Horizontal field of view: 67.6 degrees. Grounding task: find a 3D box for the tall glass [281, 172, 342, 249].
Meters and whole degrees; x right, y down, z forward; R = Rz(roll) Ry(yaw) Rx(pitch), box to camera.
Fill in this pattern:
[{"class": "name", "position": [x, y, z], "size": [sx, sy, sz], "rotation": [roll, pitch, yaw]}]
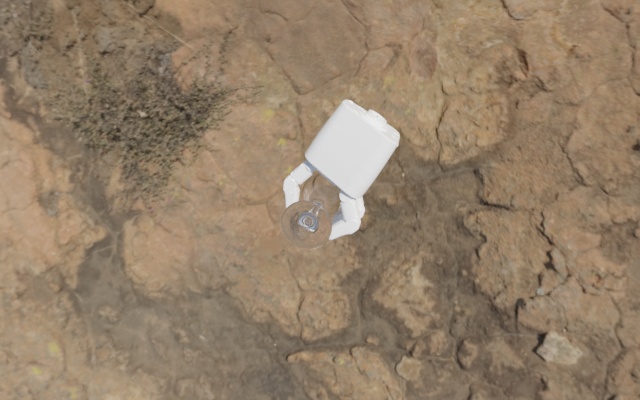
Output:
[{"class": "tall glass", "position": [0.000, 0.003, 0.767], "size": [0.079, 0.079, 0.201], "rotation": [0, 19, 12]}]
